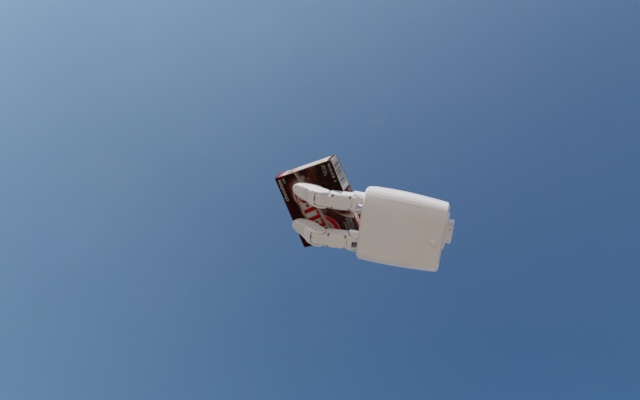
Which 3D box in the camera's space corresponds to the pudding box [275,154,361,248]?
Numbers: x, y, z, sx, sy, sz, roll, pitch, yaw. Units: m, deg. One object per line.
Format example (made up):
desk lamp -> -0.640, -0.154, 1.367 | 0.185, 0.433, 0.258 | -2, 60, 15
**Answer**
pudding box -> 0.000, 0.002, 0.669 | 0.090, 0.113, 0.039 | -17, 12, 24
